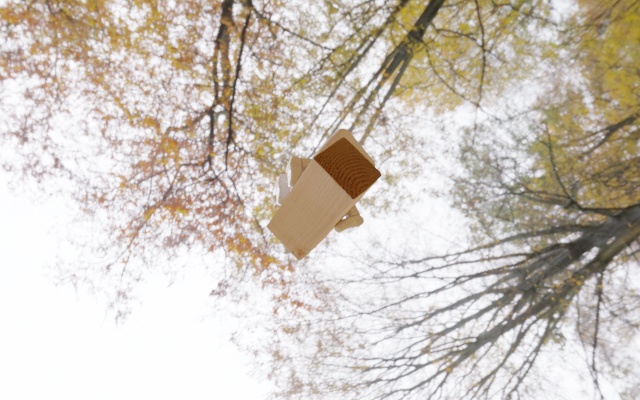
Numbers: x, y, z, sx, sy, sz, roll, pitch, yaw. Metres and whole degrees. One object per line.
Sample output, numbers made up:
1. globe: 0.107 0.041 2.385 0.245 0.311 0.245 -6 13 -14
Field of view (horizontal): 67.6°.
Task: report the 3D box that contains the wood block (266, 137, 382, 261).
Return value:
1. wood block: 0.001 0.003 0.811 0.090 0.091 0.206 -39 -9 -42
